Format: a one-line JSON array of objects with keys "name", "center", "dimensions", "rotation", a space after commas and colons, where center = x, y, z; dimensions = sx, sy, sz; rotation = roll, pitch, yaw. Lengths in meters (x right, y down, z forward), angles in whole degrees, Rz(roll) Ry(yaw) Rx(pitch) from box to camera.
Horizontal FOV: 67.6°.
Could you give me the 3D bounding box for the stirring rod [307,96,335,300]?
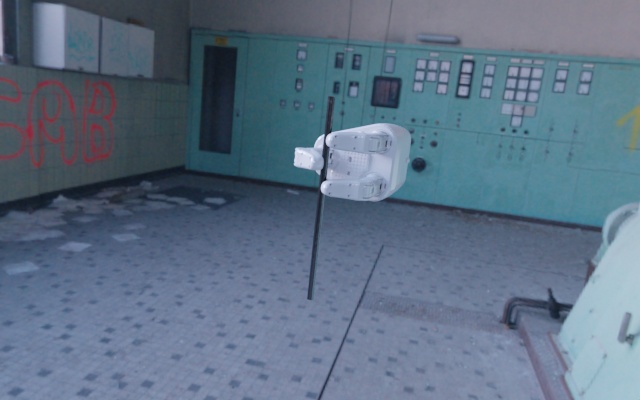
[{"name": "stirring rod", "center": [0.000, 0.002, 0.554], "dimensions": [0.011, 0.239, 0.011], "rotation": [6, 12, -1]}]
